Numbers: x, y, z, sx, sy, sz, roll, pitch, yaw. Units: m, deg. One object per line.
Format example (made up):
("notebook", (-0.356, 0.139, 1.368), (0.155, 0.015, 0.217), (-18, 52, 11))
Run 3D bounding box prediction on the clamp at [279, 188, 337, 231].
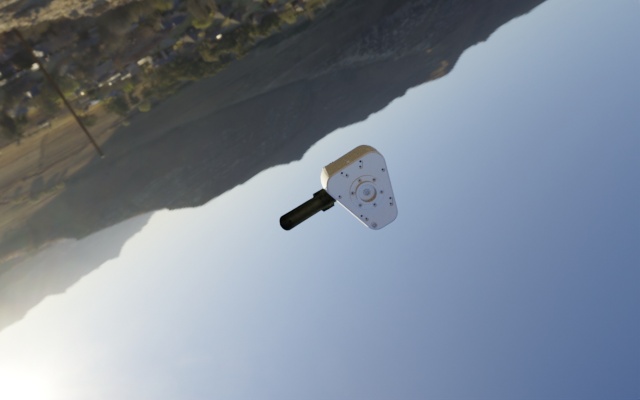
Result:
("clamp", (0.001, 0.003, 0.796), (0.171, 0.039, 0.120), (-33, 7, 4))
